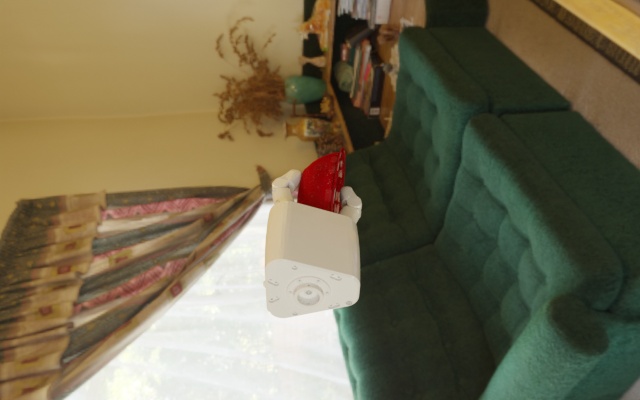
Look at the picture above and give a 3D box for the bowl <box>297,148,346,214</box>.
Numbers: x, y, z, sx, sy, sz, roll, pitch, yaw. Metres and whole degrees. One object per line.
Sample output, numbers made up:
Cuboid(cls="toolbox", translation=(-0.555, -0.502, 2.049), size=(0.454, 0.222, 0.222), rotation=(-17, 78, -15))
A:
Cuboid(cls="bowl", translation=(0.000, 0.002, 0.686), size=(0.055, 0.162, 0.162), rotation=(6, 1, 7))
